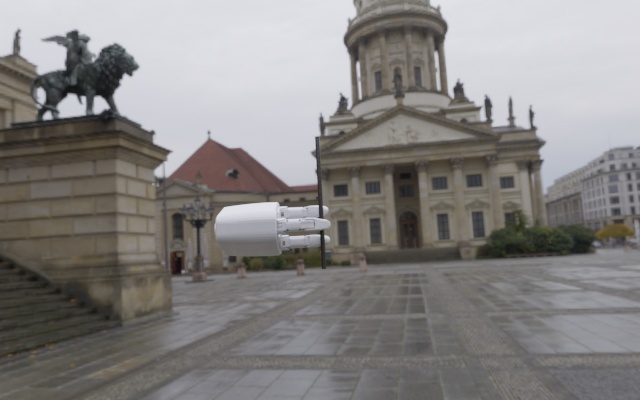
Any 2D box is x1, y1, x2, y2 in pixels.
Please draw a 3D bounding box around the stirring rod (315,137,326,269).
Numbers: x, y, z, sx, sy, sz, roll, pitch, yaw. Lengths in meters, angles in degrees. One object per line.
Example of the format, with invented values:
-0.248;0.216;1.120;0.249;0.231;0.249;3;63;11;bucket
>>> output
0.000;0.003;0.865;0.011;0.239;0.011;-3;-6;0;stirring rod
